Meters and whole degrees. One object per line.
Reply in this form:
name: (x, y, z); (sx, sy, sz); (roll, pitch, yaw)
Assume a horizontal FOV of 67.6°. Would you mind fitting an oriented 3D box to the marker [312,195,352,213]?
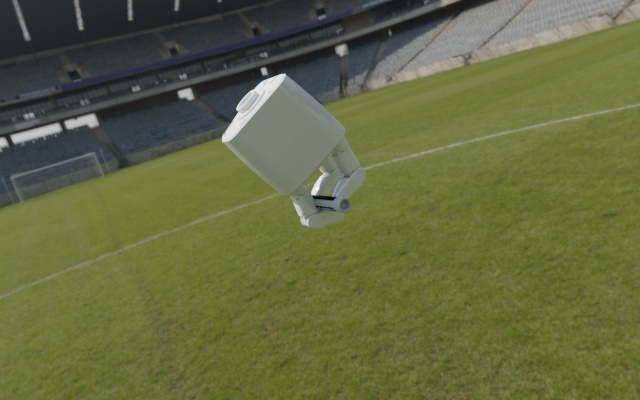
marker: (0.000, 0.002, 0.625); (0.020, 0.020, 0.121); (0, 4, -30)
